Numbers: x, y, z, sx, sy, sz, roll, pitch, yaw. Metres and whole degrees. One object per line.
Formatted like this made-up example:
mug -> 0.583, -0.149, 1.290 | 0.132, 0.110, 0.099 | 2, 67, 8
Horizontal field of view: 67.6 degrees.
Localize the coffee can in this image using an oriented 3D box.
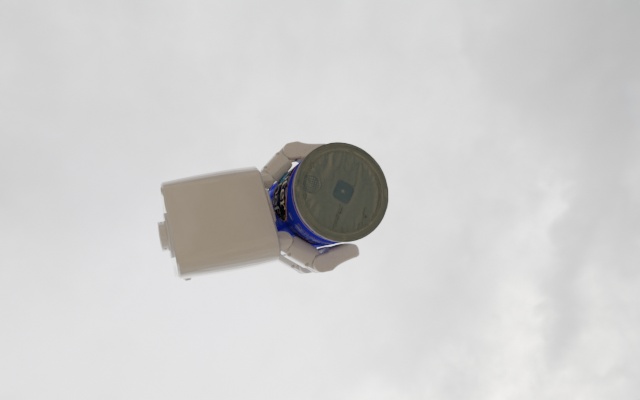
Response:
coffee can -> 0.000, 0.002, 0.544 | 0.103, 0.103, 0.140 | 0, -9, -20
